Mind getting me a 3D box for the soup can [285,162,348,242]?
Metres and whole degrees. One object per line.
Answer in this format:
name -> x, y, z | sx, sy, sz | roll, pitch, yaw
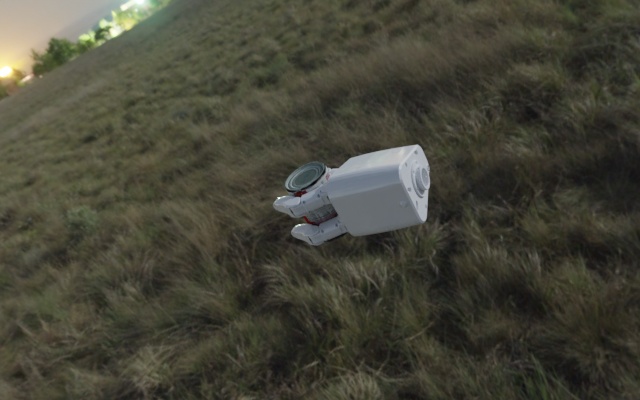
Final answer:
soup can -> 0.000, 0.002, 0.704 | 0.068, 0.102, 0.068 | -23, 30, 15
